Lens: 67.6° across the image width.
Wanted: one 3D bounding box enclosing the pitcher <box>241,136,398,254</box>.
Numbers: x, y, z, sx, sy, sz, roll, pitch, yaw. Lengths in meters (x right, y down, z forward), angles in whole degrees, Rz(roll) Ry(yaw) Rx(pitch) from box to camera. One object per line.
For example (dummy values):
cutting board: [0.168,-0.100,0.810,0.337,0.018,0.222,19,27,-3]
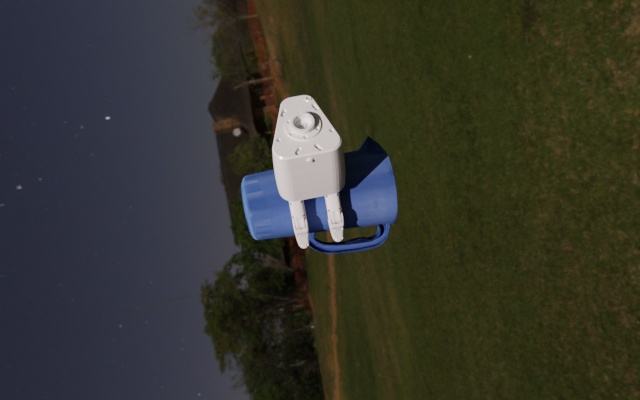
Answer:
pitcher: [0.000,0.002,0.791,0.243,0.149,0.145,-10,-29,-3]
